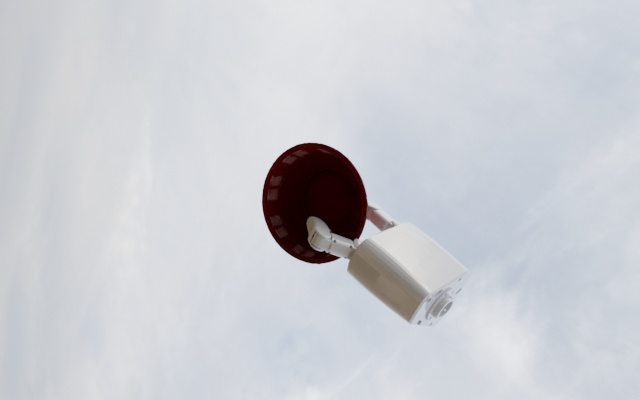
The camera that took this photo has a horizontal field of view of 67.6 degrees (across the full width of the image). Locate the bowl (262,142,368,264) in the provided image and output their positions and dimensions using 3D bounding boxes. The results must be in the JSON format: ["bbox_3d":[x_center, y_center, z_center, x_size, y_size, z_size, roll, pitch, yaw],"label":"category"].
[{"bbox_3d":[-0.001,0.001,0.653,0.162,0.162,0.055,0,6,29],"label":"bowl"}]
